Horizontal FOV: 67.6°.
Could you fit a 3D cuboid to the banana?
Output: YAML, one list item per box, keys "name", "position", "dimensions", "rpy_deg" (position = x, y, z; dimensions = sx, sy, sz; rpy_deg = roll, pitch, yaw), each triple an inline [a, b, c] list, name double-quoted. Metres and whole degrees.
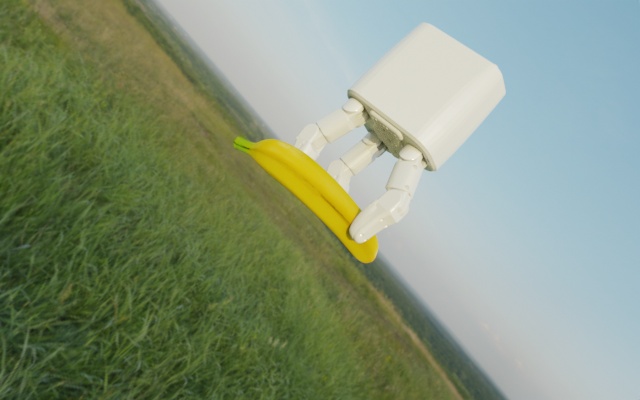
- name: "banana"
  position: [0.005, 0.003, 0.457]
  dimensions: [0.198, 0.037, 0.069]
  rpy_deg: [44, -9, -25]
